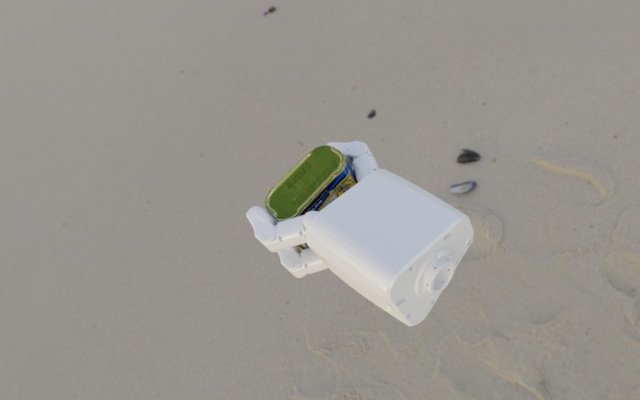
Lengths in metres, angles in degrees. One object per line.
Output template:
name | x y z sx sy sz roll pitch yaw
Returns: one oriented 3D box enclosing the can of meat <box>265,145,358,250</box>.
can of meat | 0.000 0.001 0.519 0.057 0.102 0.084 37 -10 42
